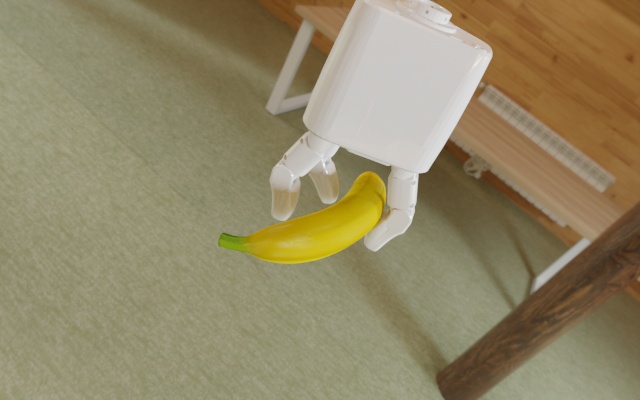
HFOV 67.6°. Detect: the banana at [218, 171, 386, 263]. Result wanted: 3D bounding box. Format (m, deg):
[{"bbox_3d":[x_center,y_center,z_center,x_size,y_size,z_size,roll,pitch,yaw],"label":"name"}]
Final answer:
[{"bbox_3d":[0.011,0.012,0.414,0.069,0.037,0.197,36,37,28],"label":"banana"}]
